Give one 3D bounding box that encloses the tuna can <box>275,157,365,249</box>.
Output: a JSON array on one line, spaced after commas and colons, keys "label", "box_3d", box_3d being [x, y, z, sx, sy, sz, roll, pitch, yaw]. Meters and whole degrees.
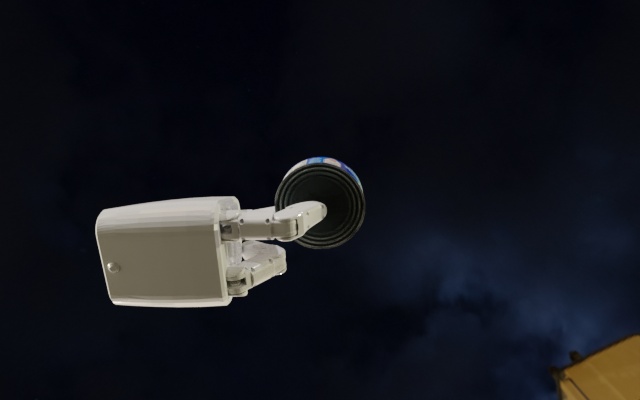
[{"label": "tuna can", "box_3d": [0.000, 0.001, 0.466, 0.086, 0.086, 0.033, 0, 18, 3]}]
